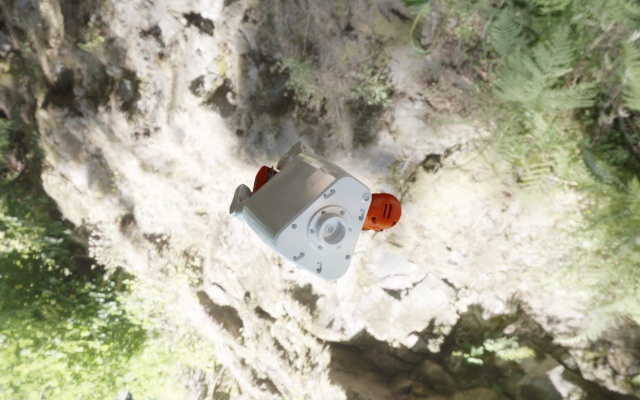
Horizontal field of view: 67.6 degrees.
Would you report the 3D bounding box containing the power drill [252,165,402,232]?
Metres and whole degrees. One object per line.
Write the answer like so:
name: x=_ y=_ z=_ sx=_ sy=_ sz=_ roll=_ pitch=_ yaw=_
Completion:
power drill: x=0.000 y=0.002 z=0.656 sx=0.187 sy=0.057 sz=0.184 roll=10 pitch=-6 yaw=-10
